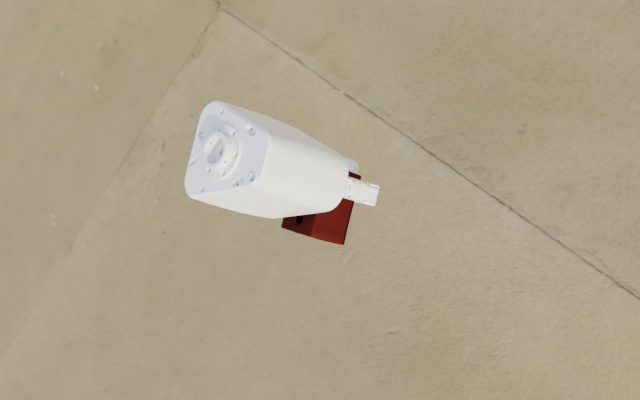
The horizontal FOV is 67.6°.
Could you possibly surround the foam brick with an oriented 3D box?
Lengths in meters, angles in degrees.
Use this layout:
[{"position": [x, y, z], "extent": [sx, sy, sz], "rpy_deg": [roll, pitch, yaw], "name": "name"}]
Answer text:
[{"position": [0.000, 0.002, 0.511], "extent": [0.051, 0.078, 0.053], "rpy_deg": [14, 0, -42], "name": "foam brick"}]
